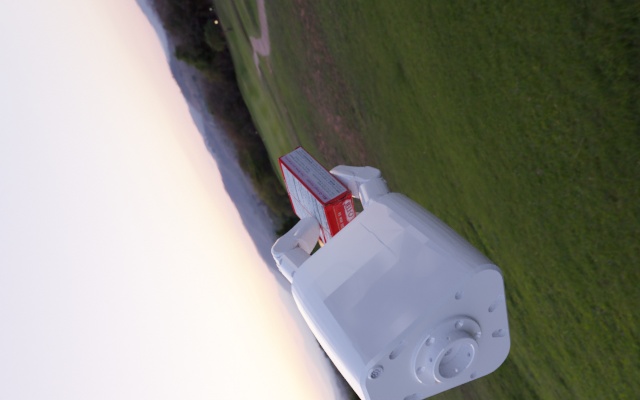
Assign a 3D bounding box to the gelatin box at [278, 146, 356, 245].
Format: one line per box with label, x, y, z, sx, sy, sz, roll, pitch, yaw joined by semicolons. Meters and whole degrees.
gelatin box;0.000;0.002;0.445;0.030;0.073;0.089;-31;45;-16
